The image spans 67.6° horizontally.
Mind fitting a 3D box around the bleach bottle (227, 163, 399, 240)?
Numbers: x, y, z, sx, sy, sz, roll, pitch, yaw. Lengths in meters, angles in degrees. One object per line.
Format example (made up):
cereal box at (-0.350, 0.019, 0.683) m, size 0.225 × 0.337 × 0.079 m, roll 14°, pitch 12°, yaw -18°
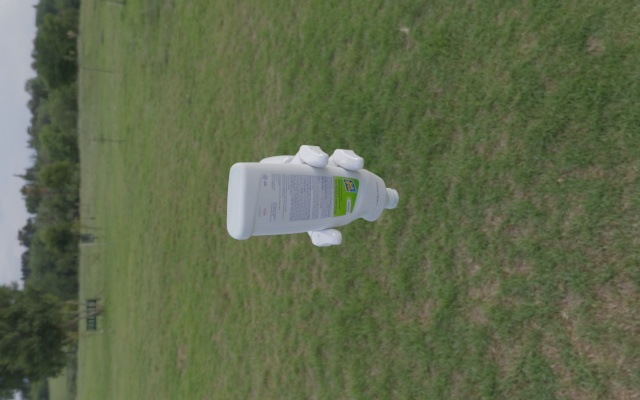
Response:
bleach bottle at (0.000, 0.002, 0.670) m, size 0.251 × 0.102 × 0.068 m, roll 2°, pitch 3°, yaw -28°
